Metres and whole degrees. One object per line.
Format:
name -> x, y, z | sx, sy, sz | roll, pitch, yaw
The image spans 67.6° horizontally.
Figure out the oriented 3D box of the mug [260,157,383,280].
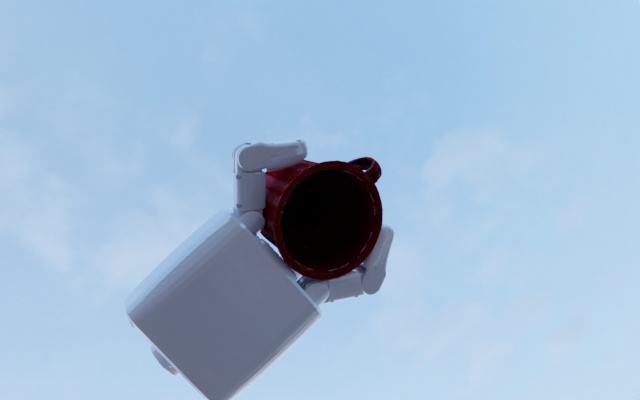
mug -> 0.001, 0.000, 0.402 | 0.117, 0.093, 0.081 | -42, 25, -13
